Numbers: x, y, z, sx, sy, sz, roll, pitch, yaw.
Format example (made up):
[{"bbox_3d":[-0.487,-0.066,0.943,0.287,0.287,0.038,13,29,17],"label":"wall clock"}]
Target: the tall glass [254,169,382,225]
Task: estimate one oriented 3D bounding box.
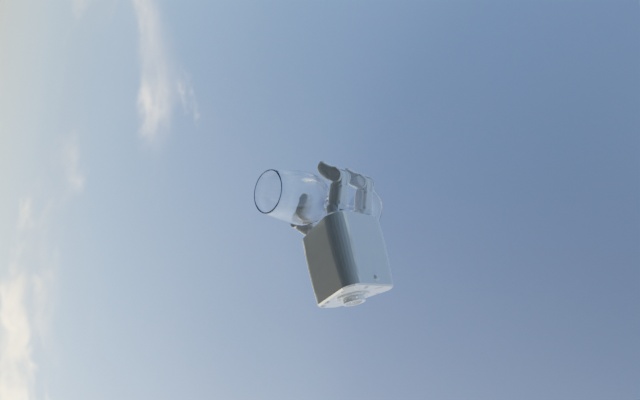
[{"bbox_3d":[0.001,0.002,0.712,0.201,0.079,0.079,12,-8,-42],"label":"tall glass"}]
